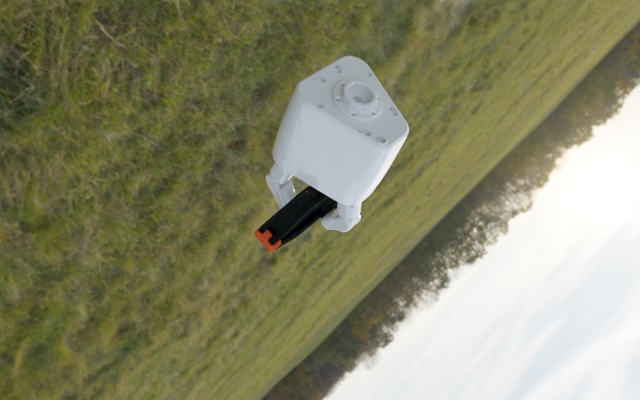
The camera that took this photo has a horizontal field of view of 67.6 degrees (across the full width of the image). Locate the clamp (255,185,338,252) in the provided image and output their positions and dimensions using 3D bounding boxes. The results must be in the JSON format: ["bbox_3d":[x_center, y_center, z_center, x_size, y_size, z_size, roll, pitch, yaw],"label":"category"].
[{"bbox_3d":[0.000,0.003,0.602,0.210,0.036,0.165,-38,-12,-31],"label":"clamp"}]
